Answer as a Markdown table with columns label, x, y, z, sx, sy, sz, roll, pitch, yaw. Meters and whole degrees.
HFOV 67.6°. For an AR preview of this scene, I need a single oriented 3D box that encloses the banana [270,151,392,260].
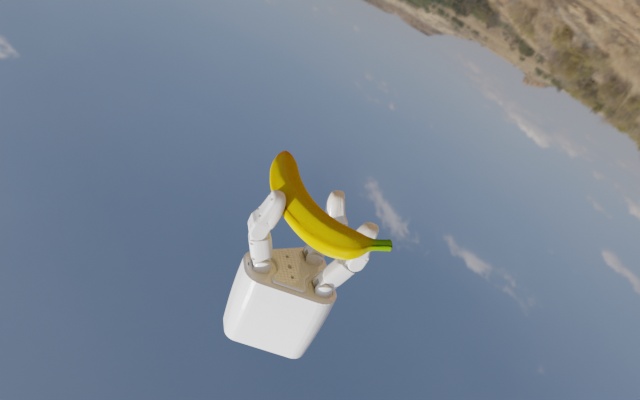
| label | x | y | z | sx | sy | sz | roll | pitch | yaw |
| --- | --- | --- | --- | --- | --- | --- | --- | --- | --- |
| banana | -0.012 | 0.007 | 0.527 | 0.069 | 0.037 | 0.197 | -12 | 43 | -39 |
